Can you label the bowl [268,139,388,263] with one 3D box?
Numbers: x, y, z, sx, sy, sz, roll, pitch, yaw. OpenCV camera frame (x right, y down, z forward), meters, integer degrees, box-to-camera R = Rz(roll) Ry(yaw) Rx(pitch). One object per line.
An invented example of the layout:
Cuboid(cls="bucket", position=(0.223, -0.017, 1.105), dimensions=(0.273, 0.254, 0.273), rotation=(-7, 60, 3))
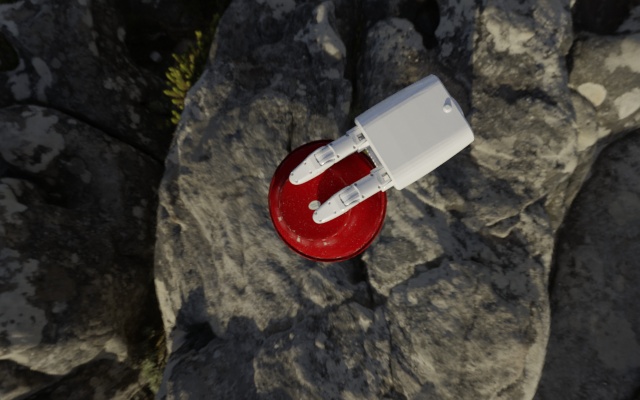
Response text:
Cuboid(cls="bowl", position=(-0.001, 0.003, 0.601), dimensions=(0.162, 0.162, 0.055), rotation=(0, 3, 15))
